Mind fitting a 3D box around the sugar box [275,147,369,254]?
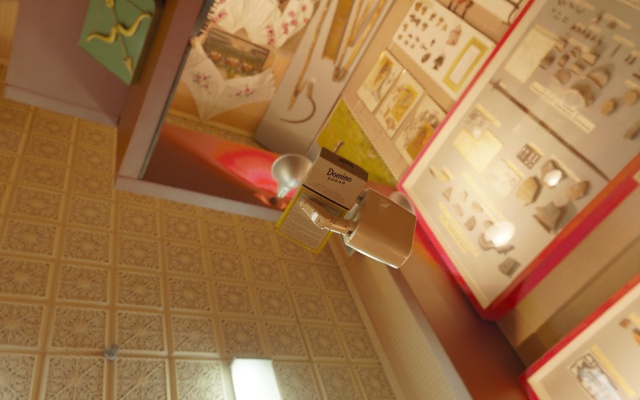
[{"bbox_3d":[0.000,0.003,0.827,0.093,0.176,0.048,29,29,-7],"label":"sugar box"}]
